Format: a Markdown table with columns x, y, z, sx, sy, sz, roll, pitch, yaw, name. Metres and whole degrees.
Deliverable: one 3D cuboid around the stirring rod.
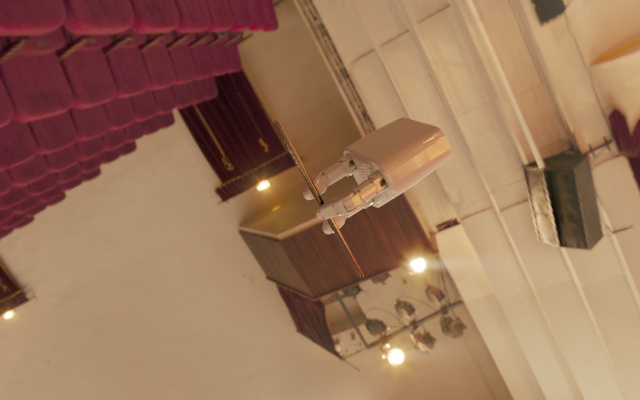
| x | y | z | sx | sy | sz | roll | pitch | yaw | name |
| --- | --- | --- | --- | --- | --- | --- | --- | --- | --- |
| 0.000 | 0.002 | 0.629 | 0.011 | 0.239 | 0.011 | -27 | 13 | 7 | stirring rod |
